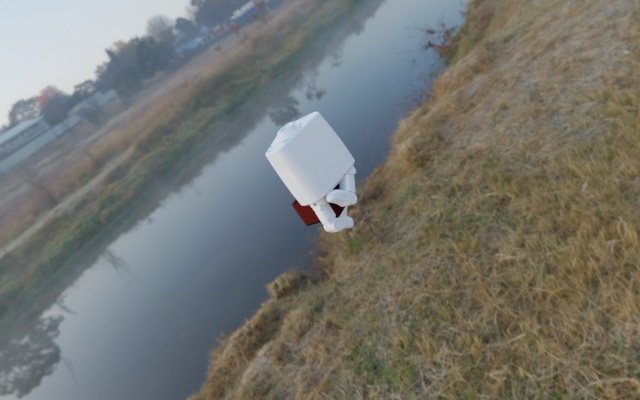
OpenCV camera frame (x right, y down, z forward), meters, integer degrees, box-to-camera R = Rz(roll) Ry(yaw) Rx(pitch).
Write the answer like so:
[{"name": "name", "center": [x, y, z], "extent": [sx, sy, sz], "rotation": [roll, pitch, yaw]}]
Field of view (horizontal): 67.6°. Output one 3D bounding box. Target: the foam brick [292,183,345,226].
[{"name": "foam brick", "center": [0.000, 0.003, 0.826], "extent": [0.078, 0.051, 0.053], "rotation": [-17, 29, 42]}]
